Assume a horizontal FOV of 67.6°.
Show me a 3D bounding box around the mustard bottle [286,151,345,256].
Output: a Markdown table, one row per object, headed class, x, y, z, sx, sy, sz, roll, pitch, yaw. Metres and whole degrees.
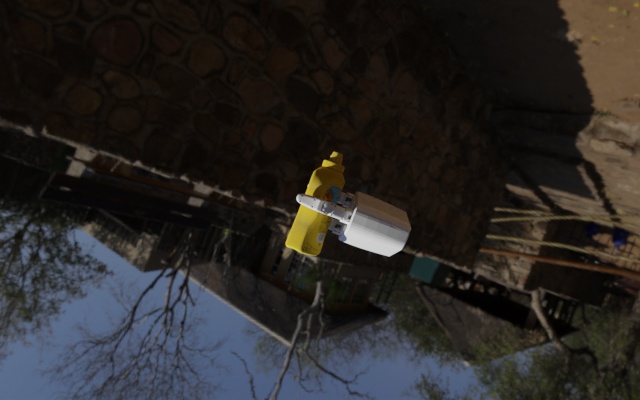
| class | x | y | z | sx | sy | sz | roll | pitch | yaw |
| --- | --- | --- | --- | --- | --- | --- | --- | --- | --- |
| mustard bottle | 0.000 | 0.003 | 0.873 | 0.058 | 0.191 | 0.096 | 21 | 0 | 23 |
